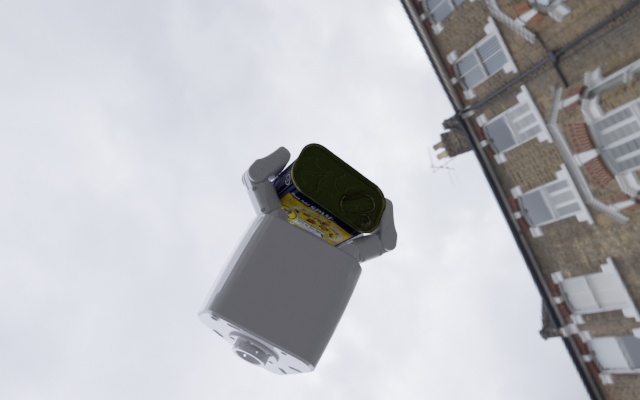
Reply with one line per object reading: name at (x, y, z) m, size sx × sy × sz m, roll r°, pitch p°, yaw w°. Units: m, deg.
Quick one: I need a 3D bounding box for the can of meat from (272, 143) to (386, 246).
can of meat at (0.000, 0.002, 0.486) m, size 0.102 × 0.057 × 0.084 m, roll 35°, pitch -33°, yaw -14°
